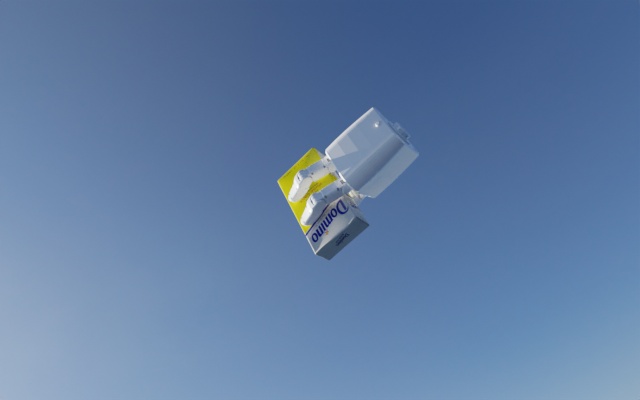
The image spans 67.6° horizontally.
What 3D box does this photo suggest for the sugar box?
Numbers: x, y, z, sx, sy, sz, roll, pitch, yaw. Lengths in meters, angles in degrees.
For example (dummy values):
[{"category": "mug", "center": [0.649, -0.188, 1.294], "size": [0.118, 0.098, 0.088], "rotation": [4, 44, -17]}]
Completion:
[{"category": "sugar box", "center": [0.000, 0.002, 0.798], "size": [0.093, 0.176, 0.048], "rotation": [-43, -42, 15]}]
